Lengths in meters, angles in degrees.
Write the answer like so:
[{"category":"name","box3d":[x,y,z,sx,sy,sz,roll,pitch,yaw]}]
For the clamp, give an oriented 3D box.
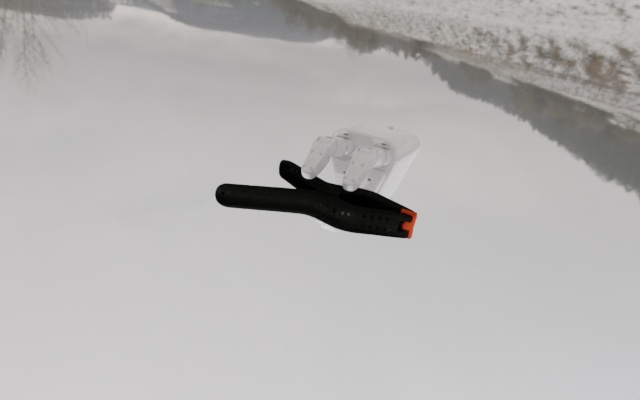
[{"category":"clamp","box3d":[0.001,0.003,0.537,0.210,0.036,0.164,19,22,24]}]
